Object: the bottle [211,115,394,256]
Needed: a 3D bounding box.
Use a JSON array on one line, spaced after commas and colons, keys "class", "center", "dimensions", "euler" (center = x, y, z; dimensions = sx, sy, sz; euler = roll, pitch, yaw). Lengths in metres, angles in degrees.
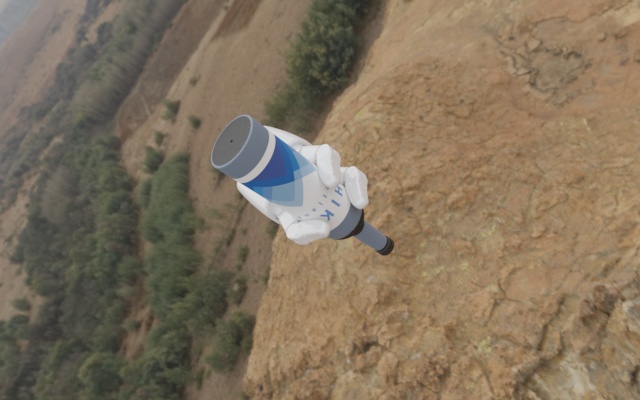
[{"class": "bottle", "center": [0.000, 0.002, 0.598], "dimensions": [0.069, 0.069, 0.296], "euler": [0, -26, 46]}]
